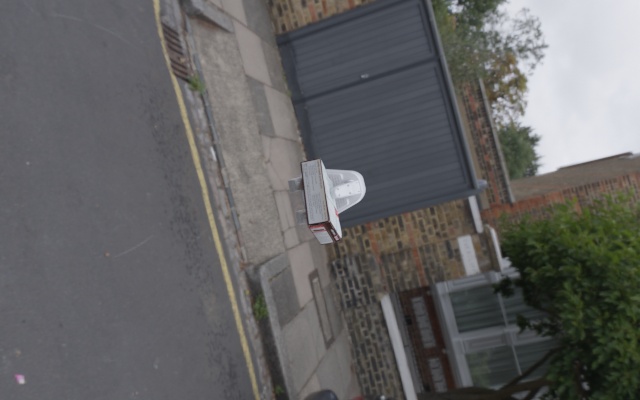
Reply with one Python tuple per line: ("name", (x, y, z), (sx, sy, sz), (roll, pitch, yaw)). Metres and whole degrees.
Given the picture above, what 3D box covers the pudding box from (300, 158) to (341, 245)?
("pudding box", (0.000, 0.002, 0.758), (0.039, 0.113, 0.090), (-14, -26, 9))
